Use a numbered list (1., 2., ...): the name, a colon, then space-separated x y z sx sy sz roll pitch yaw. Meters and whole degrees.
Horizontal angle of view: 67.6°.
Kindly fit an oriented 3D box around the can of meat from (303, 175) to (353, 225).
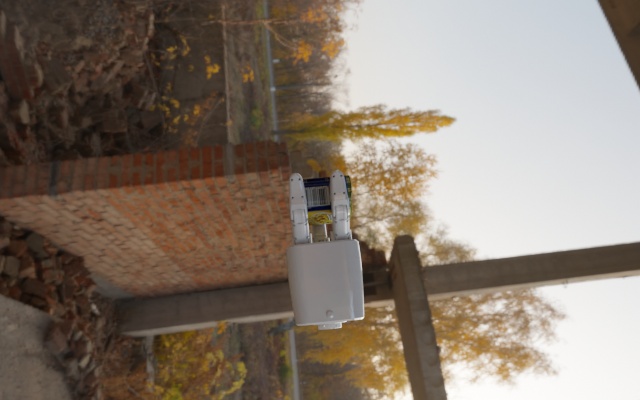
1. can of meat: 0.000 0.002 0.682 0.084 0.057 0.102 -5 -15 -2
